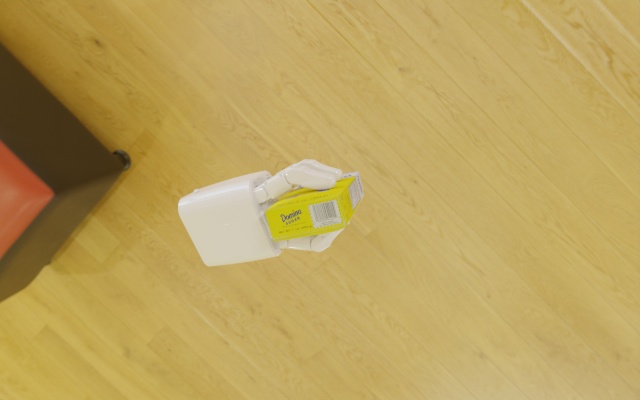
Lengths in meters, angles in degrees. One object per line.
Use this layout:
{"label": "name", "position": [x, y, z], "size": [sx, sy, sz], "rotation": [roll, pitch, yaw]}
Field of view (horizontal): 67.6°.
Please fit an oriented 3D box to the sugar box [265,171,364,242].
{"label": "sugar box", "position": [0.000, 0.002, 0.626], "size": [0.093, 0.048, 0.176], "rotation": [-11, 12, 13]}
